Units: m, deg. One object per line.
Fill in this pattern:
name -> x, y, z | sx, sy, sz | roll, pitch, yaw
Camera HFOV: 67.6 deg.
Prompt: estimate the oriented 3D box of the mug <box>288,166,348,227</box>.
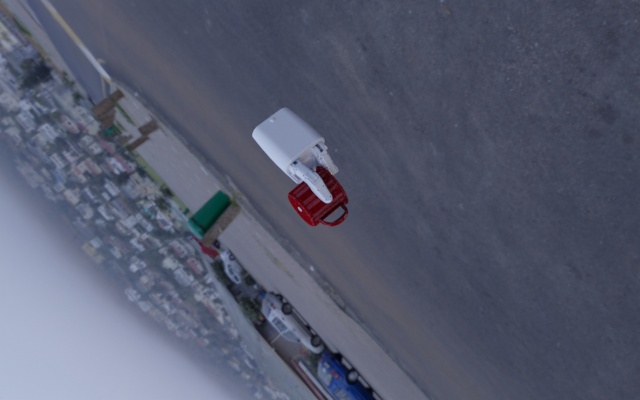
mug -> 0.001, 0.004, 0.898 | 0.081, 0.117, 0.093 | -39, -23, -13
